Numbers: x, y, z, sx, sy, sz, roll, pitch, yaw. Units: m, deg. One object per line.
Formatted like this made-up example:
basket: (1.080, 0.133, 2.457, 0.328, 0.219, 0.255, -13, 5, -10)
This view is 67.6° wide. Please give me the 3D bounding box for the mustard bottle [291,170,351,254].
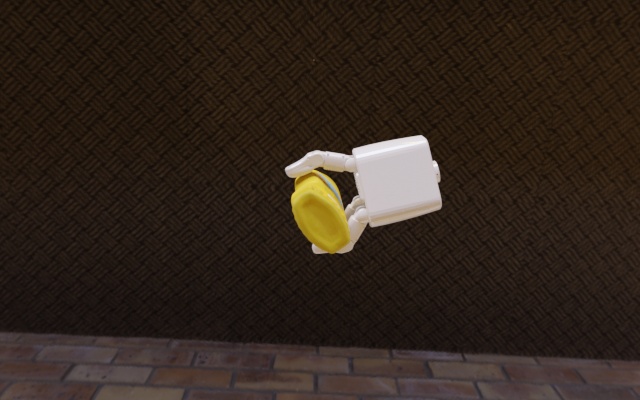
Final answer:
mustard bottle: (0.000, 0.003, 0.708, 0.058, 0.096, 0.191, -37, 13, 10)
